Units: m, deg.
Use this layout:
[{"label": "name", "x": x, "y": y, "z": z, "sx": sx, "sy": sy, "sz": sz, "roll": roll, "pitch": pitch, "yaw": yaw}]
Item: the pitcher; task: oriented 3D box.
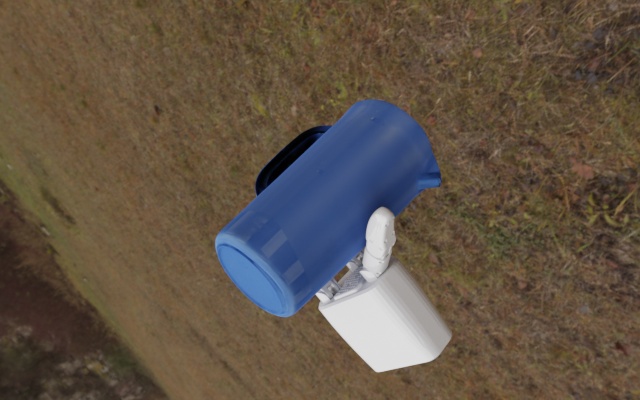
[{"label": "pitcher", "x": 0.000, "y": 0.002, "z": 0.524, "sx": 0.242, "sy": 0.145, "sz": 0.149, "roll": -43, "pitch": 8, "yaw": -30}]
